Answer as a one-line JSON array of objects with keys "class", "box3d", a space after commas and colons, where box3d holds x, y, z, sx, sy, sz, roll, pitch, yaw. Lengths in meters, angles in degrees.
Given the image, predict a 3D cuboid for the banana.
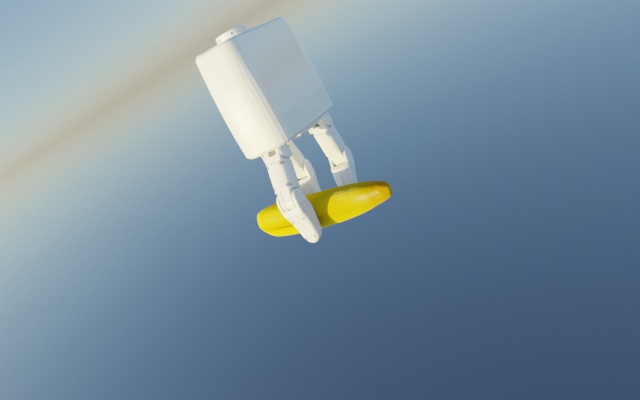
[{"class": "banana", "box3d": [-0.014, 0.010, 0.522, 0.198, 0.037, 0.069, -13, 15, 48]}]
